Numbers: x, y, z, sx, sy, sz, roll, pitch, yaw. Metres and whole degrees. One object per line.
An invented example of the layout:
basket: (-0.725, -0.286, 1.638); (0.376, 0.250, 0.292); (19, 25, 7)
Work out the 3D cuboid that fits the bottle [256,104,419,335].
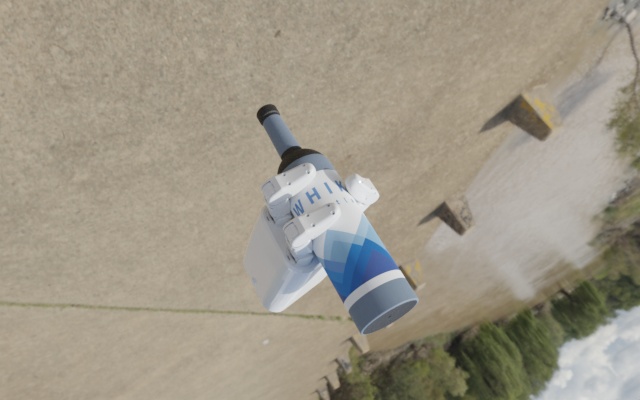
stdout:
bottle: (0.000, 0.002, 0.532); (0.069, 0.295, 0.069); (-24, -27, -13)
